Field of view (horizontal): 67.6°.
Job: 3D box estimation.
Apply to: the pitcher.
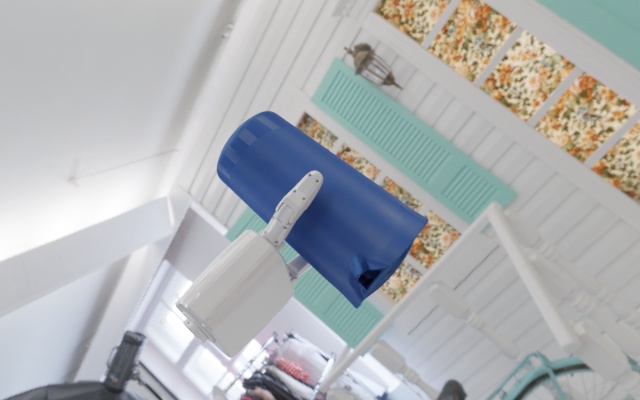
[{"bbox_3d":[0.000,0.002,0.583,0.243,0.145,0.149,39,-23,10],"label":"pitcher"}]
